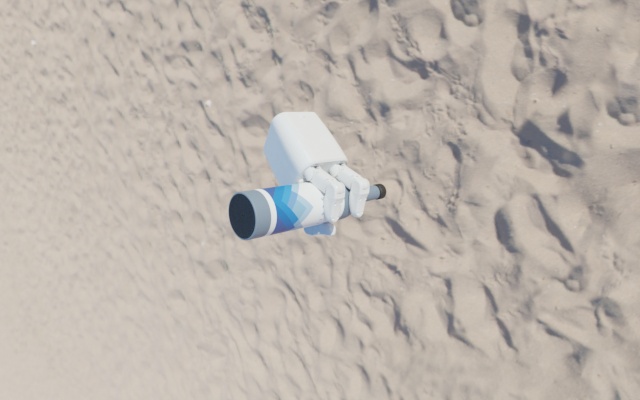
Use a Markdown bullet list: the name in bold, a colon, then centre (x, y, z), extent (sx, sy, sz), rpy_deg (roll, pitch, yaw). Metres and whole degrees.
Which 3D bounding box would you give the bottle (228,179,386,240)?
- **bottle**: centre (0.000, 0.003, 0.741), extent (0.295, 0.069, 0.069), rpy_deg (-10, 7, -43)
